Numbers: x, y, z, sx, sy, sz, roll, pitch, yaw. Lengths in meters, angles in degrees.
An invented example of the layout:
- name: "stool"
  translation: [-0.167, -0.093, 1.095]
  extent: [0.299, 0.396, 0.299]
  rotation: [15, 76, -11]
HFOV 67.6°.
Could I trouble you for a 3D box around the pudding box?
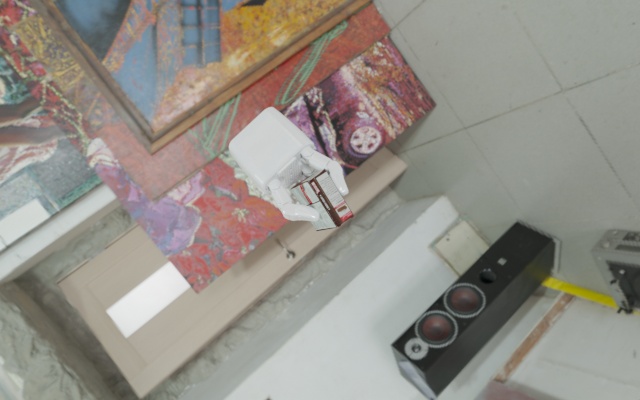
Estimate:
- name: "pudding box"
  translation: [0.000, 0.003, 0.785]
  extent: [0.039, 0.090, 0.113]
  rotation: [-35, 5, -17]
